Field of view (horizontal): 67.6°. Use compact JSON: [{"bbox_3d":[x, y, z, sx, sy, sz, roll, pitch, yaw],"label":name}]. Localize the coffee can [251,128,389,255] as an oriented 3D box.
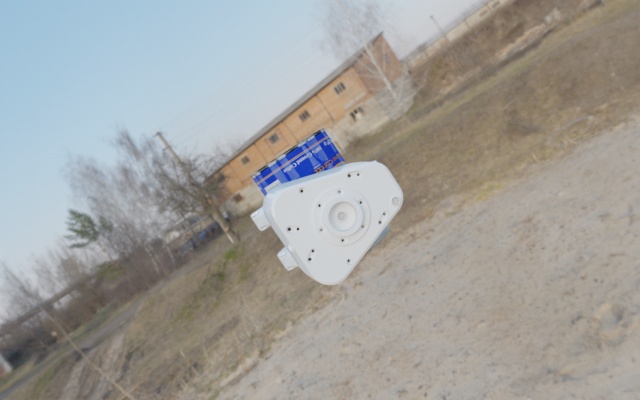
[{"bbox_3d":[0.000,0.002,0.560,0.103,0.140,0.103,-33,5,3],"label":"coffee can"}]
